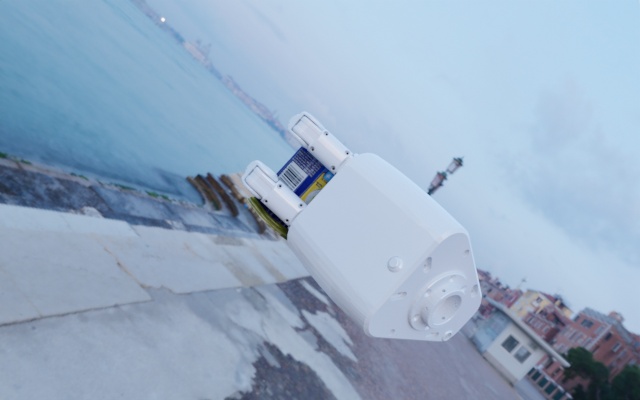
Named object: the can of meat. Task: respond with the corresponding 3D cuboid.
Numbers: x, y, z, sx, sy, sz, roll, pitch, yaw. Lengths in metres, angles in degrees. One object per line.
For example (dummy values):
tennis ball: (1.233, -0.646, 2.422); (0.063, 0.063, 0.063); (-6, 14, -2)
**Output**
can of meat: (0.000, 0.001, 0.434); (0.102, 0.084, 0.057); (40, 4, -41)
